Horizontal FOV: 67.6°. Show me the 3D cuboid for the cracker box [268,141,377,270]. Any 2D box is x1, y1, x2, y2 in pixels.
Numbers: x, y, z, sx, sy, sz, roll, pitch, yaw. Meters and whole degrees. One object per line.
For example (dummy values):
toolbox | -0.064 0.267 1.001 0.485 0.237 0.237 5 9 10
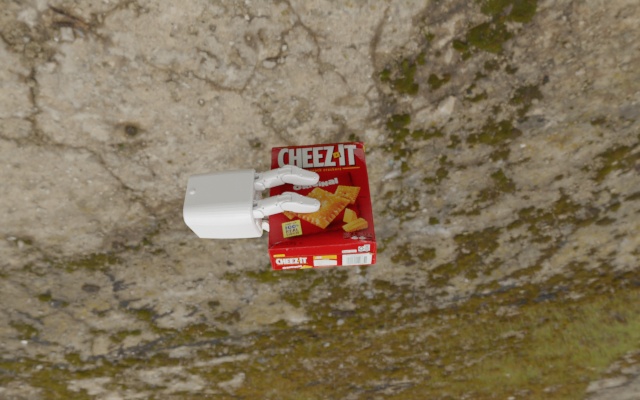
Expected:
cracker box | 0.000 0.003 0.785 0.164 0.213 0.072 -3 -37 1
